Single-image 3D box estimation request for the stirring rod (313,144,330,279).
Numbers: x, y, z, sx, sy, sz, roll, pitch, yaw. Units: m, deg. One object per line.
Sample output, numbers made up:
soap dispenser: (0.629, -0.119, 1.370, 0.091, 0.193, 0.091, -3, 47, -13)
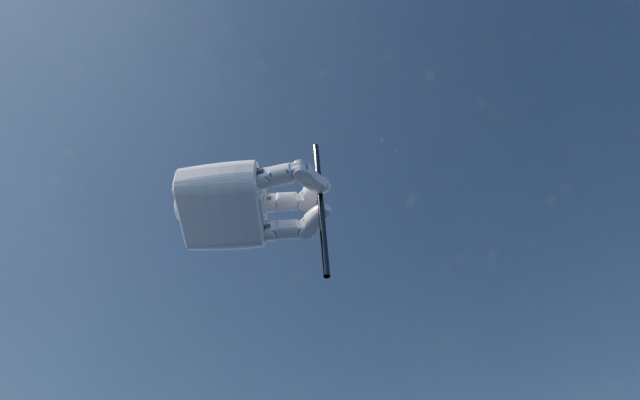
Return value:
stirring rod: (0.000, 0.002, 0.620, 0.011, 0.011, 0.239, 0, 44, -5)
